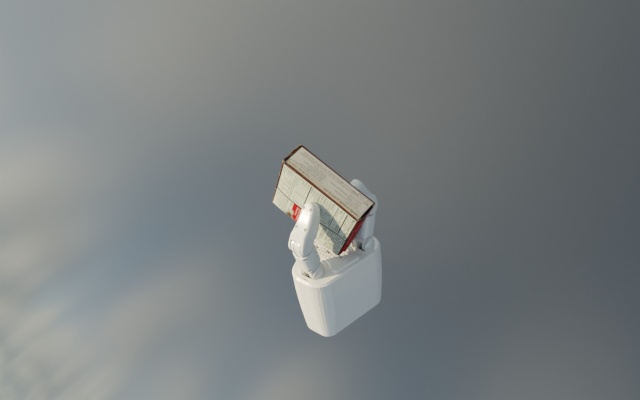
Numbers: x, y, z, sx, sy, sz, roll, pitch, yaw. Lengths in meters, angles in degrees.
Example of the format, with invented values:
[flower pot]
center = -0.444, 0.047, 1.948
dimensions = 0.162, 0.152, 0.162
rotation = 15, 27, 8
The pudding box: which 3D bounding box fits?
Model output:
[pudding box]
center = 0.000, 0.002, 0.562
dimensions = 0.039, 0.113, 0.090
rotation = -46, -11, -34
